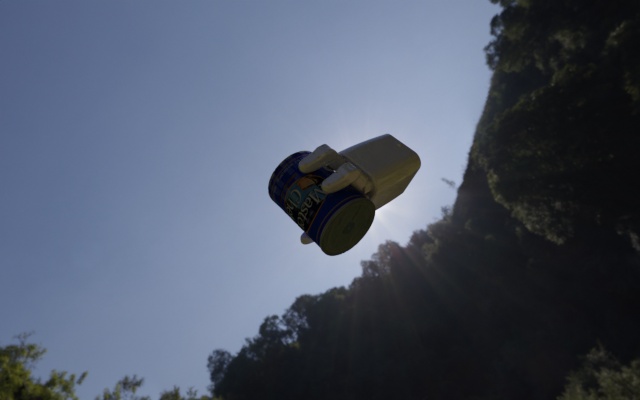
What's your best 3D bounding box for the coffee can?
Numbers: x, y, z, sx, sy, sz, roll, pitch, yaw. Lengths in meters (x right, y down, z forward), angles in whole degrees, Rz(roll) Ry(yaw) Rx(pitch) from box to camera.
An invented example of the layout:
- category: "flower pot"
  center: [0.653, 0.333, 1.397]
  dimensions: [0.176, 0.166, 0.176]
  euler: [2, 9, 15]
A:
- category: "coffee can"
  center: [0.000, 0.003, 0.733]
  dimensions: [0.103, 0.103, 0.140]
  euler: [0, 34, -48]
